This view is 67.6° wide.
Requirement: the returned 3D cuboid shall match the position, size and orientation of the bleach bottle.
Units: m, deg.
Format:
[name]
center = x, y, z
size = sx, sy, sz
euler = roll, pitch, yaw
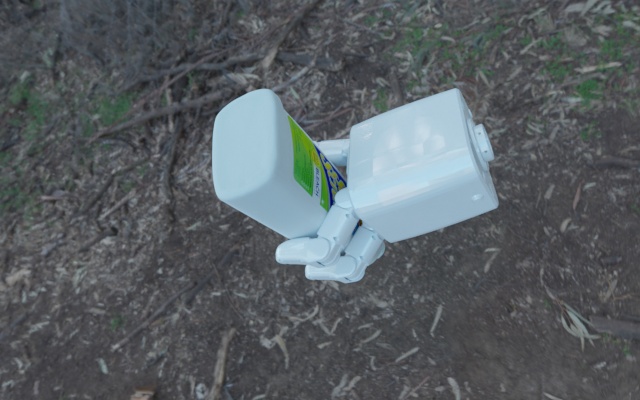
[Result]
[bleach bottle]
center = 0.000, 0.002, 0.477
size = 0.068, 0.102, 0.251
euler = -20, -32, 24
